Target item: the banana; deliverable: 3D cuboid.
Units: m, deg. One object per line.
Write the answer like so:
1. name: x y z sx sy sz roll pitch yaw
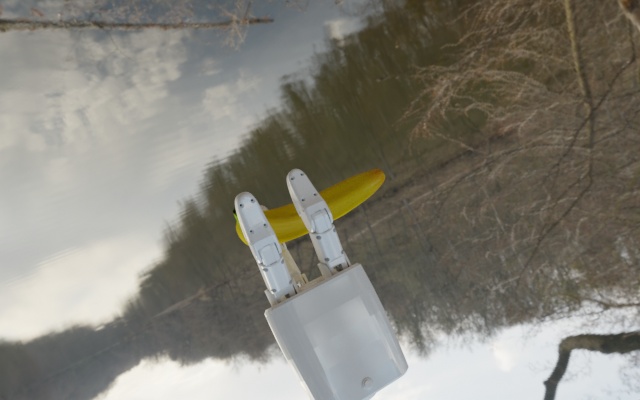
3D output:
1. banana: -0.012 0.011 0.491 0.198 0.037 0.070 -18 -15 -41
